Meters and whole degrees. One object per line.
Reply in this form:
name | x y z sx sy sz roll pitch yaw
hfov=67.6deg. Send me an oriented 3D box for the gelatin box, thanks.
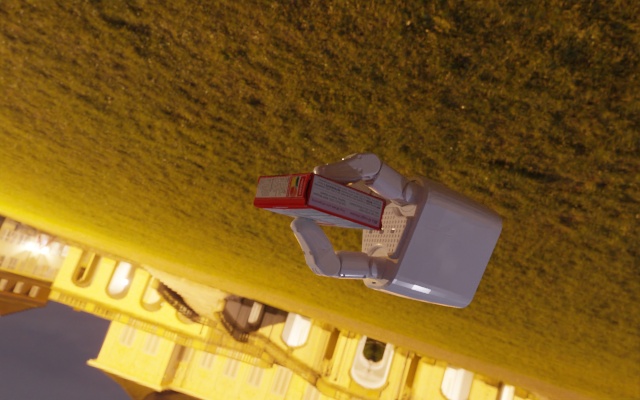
gelatin box | 0.000 0.002 0.408 0.089 0.030 0.073 18 -11 -39
